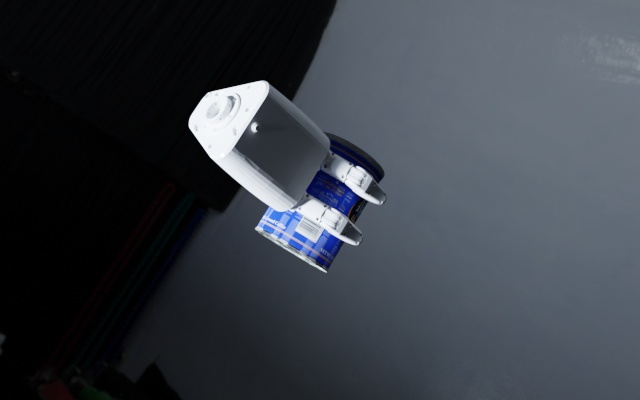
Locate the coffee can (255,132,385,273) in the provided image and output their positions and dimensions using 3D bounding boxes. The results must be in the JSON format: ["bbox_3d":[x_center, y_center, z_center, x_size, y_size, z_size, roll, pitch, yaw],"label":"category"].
[{"bbox_3d":[0.000,0.002,0.587,0.103,0.140,0.103,30,-9,5],"label":"coffee can"}]
